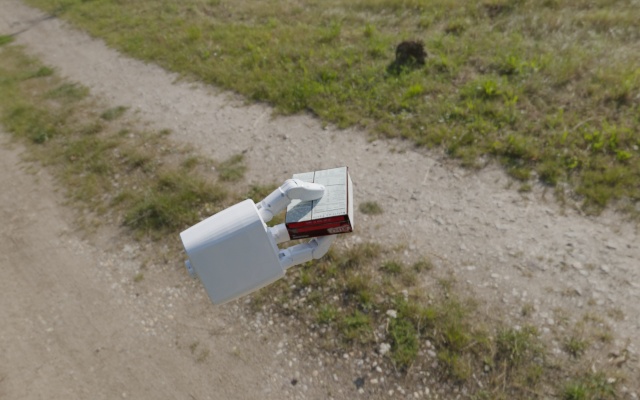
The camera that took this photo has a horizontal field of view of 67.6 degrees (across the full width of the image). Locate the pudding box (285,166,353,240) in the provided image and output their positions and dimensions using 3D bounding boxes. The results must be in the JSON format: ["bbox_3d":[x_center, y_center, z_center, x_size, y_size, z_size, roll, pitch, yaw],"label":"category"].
[{"bbox_3d":[0.000,0.002,0.682,0.090,0.039,0.113,-8,42,10],"label":"pudding box"}]
